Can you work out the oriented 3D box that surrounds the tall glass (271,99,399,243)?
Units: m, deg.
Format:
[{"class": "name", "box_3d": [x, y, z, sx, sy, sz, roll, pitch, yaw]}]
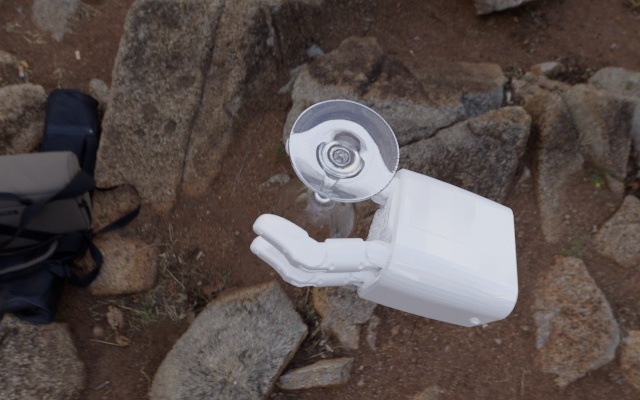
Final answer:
[{"class": "tall glass", "box_3d": [0.000, 0.001, 0.401, 0.079, 0.079, 0.201, 0, -21, -10]}]
